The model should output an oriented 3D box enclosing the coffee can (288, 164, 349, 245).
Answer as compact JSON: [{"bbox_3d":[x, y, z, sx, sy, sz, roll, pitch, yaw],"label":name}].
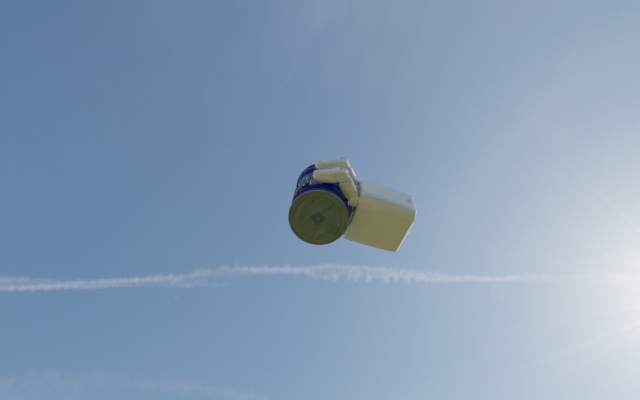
[{"bbox_3d":[0.000,0.003,0.871,0.103,0.103,0.140,0,24,4],"label":"coffee can"}]
